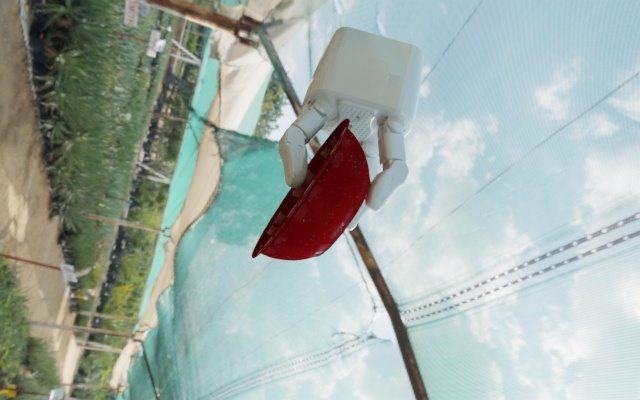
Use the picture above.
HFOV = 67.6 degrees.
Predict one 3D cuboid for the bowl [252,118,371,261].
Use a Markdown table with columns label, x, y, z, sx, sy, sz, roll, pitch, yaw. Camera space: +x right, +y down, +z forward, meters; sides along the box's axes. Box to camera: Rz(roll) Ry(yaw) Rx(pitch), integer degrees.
| label | x | y | z | sx | sy | sz | roll | pitch | yaw |
| --- | --- | --- | --- | --- | --- | --- | --- | --- | --- |
| bowl | 0.000 | 0.003 | 0.464 | 0.055 | 0.162 | 0.162 | 35 | -5 | -7 |
